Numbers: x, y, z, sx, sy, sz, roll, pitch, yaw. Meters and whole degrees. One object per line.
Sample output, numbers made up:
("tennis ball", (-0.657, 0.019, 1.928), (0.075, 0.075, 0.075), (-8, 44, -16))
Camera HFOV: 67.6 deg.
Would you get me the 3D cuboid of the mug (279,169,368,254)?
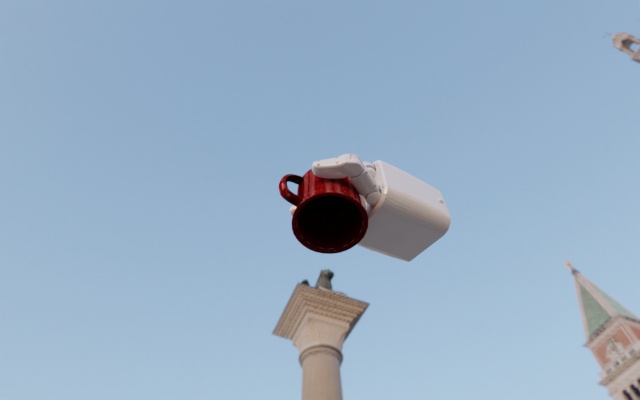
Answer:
("mug", (-0.001, 0.001, 0.603), (0.117, 0.093, 0.081), (24, 30, -17))
